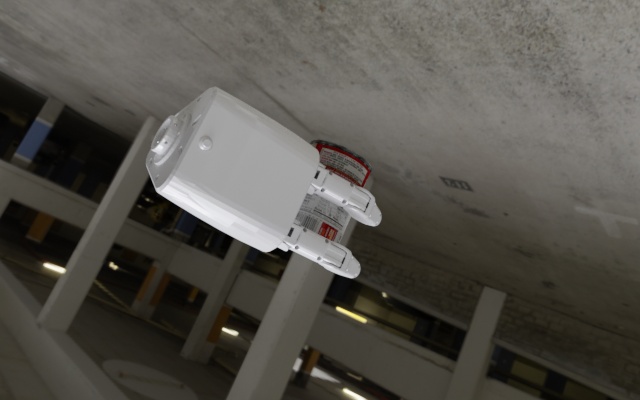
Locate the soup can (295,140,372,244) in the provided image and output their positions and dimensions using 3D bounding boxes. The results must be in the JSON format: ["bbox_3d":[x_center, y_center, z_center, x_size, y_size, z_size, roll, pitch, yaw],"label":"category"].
[{"bbox_3d":[0.000,0.002,0.467,0.068,0.102,0.068,23,-12,5],"label":"soup can"}]
